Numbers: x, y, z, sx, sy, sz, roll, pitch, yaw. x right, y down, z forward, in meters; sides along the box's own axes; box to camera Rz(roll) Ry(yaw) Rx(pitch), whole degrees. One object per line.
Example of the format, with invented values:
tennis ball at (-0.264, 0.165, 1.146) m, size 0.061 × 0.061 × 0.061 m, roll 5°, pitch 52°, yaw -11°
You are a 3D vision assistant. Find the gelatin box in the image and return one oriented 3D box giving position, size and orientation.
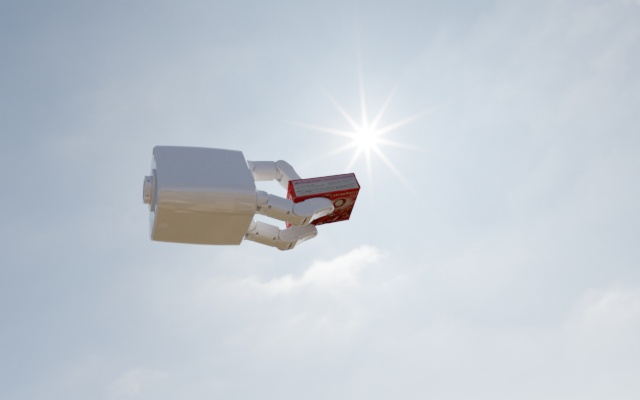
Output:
gelatin box at (0.000, 0.002, 0.612) m, size 0.089 × 0.030 × 0.073 m, roll -9°, pitch -34°, yaw -17°
